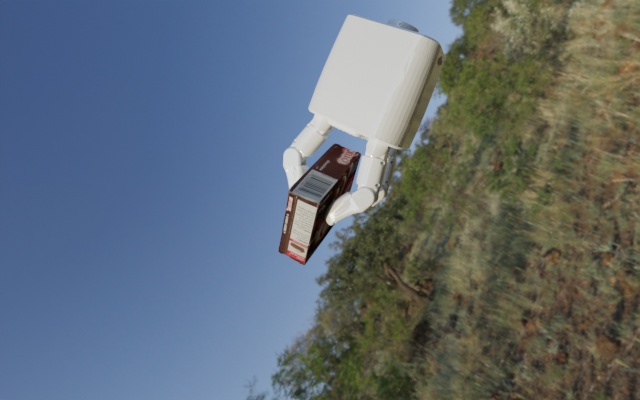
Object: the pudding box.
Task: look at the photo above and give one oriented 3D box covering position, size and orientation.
[{"bbox_3d":[0.000,0.002,0.526,0.039,0.090,0.113,25,41,16],"label":"pudding box"}]
